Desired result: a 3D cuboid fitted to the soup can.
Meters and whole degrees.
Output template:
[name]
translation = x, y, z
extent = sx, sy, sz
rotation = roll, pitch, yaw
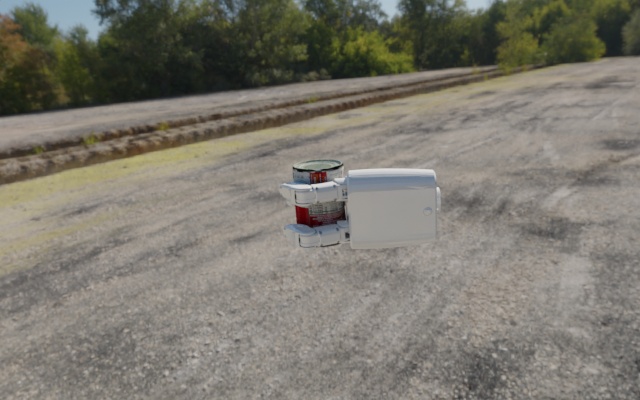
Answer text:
[soup can]
translation = 0.000, 0.002, 0.624
extent = 0.068, 0.102, 0.068
rotation = -4, 15, 1
